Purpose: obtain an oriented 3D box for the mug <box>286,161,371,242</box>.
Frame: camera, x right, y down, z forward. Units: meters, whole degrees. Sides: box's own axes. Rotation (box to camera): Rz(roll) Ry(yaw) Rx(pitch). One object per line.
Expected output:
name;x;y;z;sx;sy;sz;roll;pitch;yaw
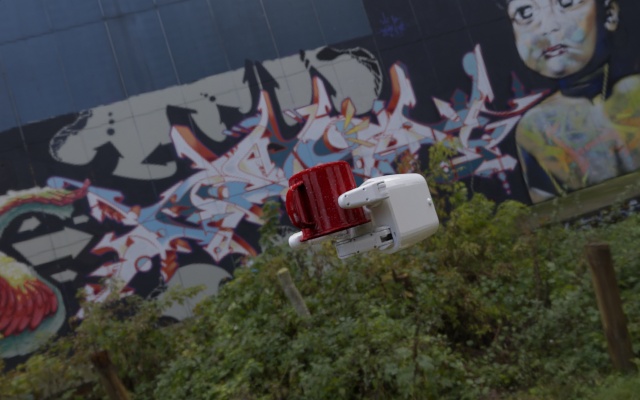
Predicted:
mug;-0.001;0.002;0.590;0.093;0.081;0.117;-21;-7;42
